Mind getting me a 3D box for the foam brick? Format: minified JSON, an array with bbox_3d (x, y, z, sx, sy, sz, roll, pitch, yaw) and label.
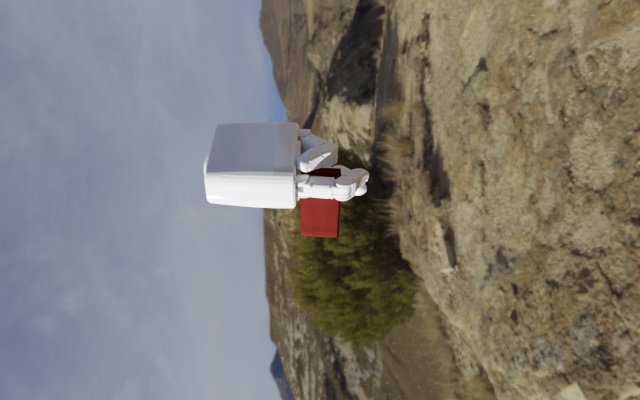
[{"bbox_3d":[0.000,0.002,0.621,0.051,0.078,0.053,1,32,-1],"label":"foam brick"}]
